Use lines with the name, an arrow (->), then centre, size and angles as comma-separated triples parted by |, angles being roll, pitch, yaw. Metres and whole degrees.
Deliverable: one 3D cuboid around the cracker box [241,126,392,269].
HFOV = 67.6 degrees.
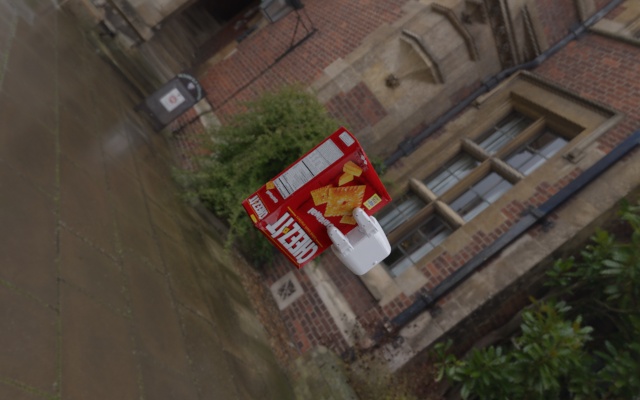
cracker box -> 0.000, 0.002, 0.822 | 0.072, 0.213, 0.164 | 52, 0, 42
